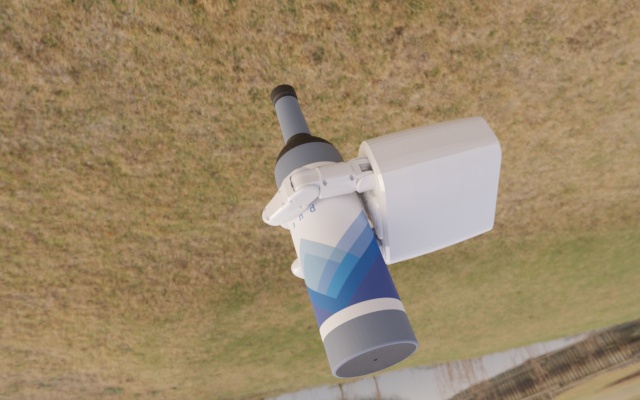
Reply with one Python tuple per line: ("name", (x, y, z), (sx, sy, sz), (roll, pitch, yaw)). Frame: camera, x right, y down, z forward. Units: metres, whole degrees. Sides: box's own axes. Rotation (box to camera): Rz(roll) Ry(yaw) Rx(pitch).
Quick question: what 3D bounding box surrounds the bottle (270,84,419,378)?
("bottle", (0.000, 0.002, 0.429), (0.069, 0.295, 0.069), (-13, -34, -9))
